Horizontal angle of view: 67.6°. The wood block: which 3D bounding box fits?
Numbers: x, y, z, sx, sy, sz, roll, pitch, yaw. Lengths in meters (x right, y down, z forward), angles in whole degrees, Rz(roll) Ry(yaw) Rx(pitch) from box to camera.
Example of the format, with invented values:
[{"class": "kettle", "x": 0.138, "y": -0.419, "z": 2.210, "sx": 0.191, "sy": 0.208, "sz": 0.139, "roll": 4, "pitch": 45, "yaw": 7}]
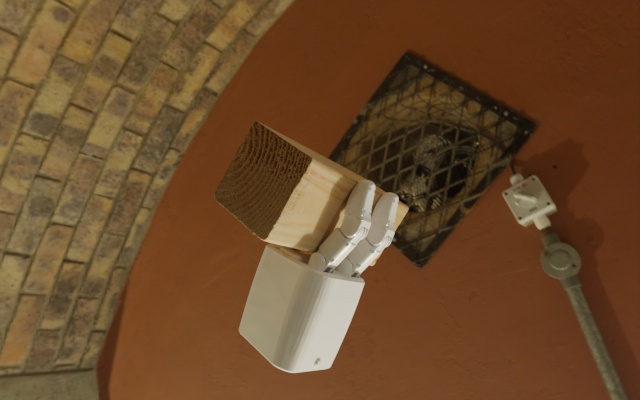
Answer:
[{"class": "wood block", "x": 0.000, "y": 0.002, "z": 0.527, "sx": 0.090, "sy": 0.090, "sz": 0.206, "roll": 35, "pitch": 8, "yaw": 36}]
